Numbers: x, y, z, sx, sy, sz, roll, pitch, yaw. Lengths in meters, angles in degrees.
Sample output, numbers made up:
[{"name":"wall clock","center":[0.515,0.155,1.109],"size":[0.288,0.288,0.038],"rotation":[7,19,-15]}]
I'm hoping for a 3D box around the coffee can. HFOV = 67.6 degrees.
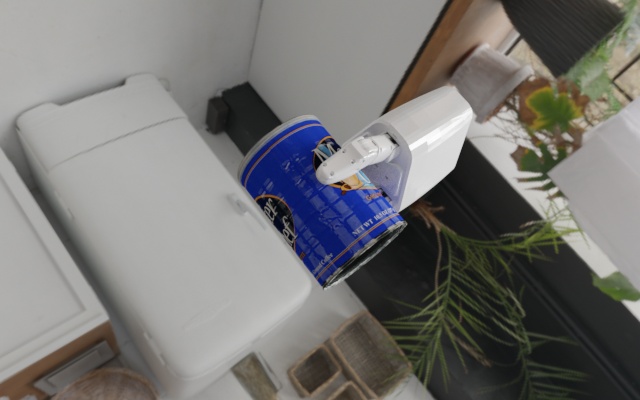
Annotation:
[{"name":"coffee can","center":[0.000,0.001,0.469],"size":[0.103,0.140,0.103],"rotation":[-37,-14,-11]}]
